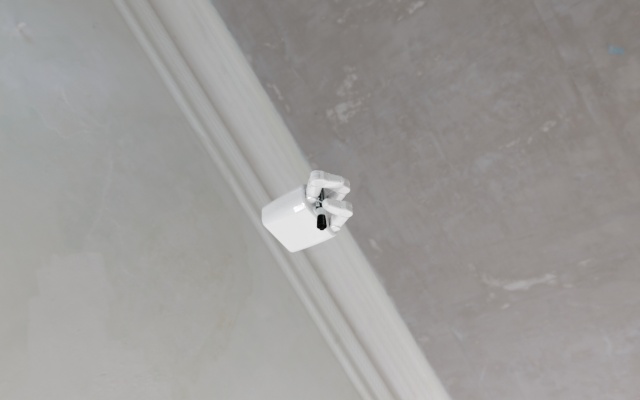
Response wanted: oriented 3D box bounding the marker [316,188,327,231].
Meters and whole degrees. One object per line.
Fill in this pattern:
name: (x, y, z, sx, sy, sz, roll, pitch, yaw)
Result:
marker: (0.000, 0.003, 0.868, 0.020, 0.121, 0.020, -2, -37, -1)
